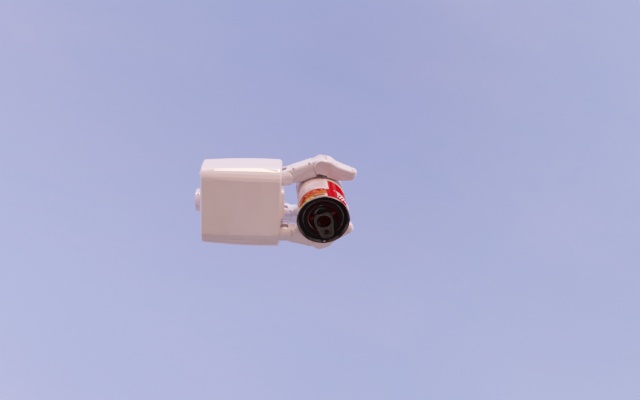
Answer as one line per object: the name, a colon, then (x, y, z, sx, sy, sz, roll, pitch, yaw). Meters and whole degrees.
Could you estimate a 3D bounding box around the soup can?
soup can: (0.001, 0.002, 0.645, 0.068, 0.068, 0.102, 0, 28, -5)
